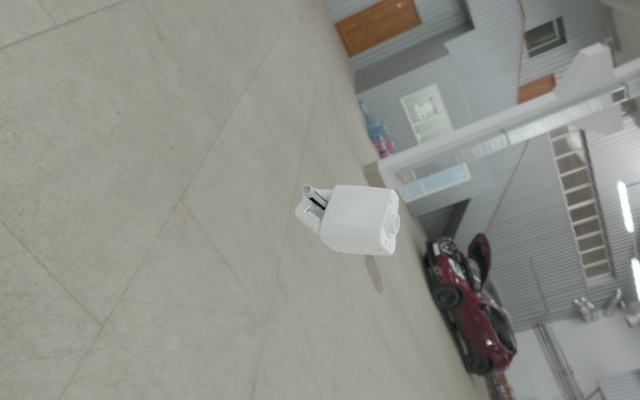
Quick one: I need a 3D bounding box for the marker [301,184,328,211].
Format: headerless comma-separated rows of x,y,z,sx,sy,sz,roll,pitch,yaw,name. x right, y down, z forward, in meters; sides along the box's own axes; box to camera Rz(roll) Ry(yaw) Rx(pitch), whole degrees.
0.000,0.003,0.814,0.020,0.020,0.121,0,-20,24,marker
